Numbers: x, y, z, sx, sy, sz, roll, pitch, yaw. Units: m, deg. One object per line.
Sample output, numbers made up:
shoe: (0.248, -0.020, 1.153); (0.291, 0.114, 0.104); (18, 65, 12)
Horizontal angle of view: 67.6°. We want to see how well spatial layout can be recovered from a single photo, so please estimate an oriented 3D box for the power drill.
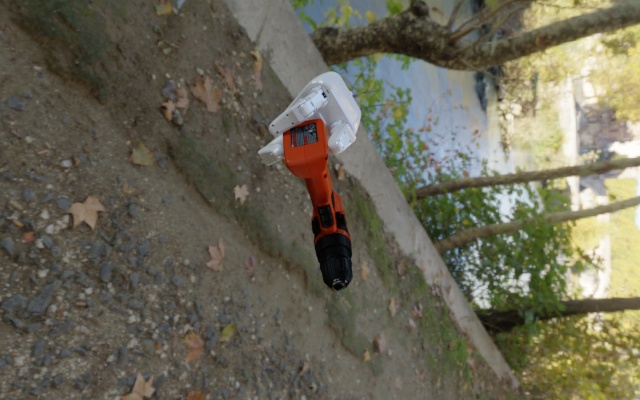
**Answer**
power drill: (0.000, 0.002, 0.635); (0.057, 0.188, 0.184); (-13, 38, 2)
